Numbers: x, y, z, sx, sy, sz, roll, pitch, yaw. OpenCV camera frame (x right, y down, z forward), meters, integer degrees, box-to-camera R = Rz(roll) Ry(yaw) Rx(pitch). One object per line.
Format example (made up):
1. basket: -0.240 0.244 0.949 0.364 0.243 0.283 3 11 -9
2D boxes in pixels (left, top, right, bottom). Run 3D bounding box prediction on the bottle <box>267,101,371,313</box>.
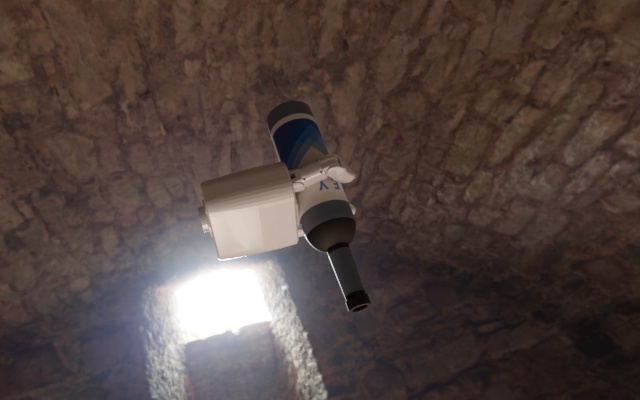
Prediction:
1. bottle: 0.000 0.002 0.615 0.069 0.295 0.069 -16 -28 -9
